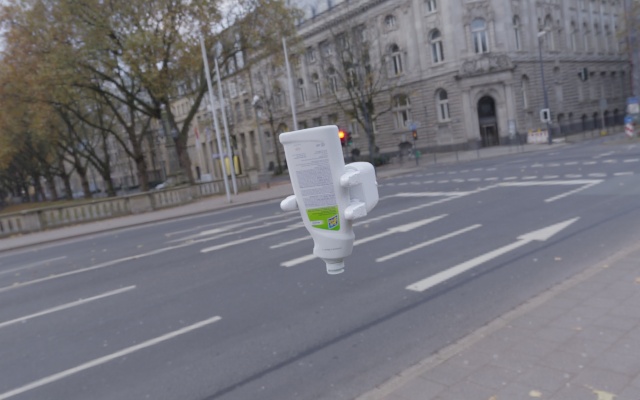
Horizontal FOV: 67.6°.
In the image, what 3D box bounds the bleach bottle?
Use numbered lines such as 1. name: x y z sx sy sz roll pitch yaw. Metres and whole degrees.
1. bleach bottle: 0.000 0.003 0.823 0.102 0.251 0.068 -6 7 21
